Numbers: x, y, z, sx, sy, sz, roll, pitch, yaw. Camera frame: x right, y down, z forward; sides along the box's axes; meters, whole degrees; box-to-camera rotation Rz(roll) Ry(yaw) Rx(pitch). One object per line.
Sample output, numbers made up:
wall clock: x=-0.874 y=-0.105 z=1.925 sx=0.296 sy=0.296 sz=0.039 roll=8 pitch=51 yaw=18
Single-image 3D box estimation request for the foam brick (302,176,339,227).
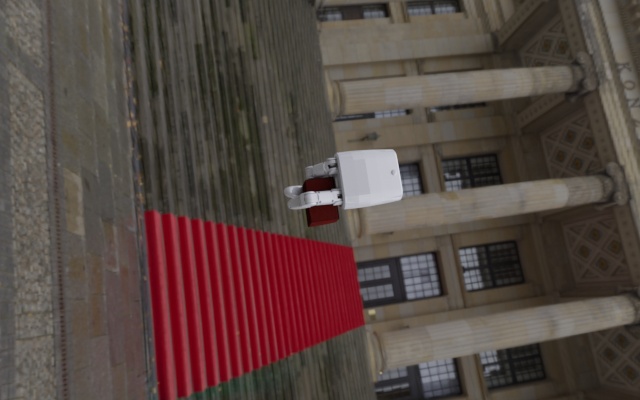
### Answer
foam brick: x=0.000 y=0.003 z=0.842 sx=0.051 sy=0.078 sz=0.053 roll=-6 pitch=-9 yaw=-10
